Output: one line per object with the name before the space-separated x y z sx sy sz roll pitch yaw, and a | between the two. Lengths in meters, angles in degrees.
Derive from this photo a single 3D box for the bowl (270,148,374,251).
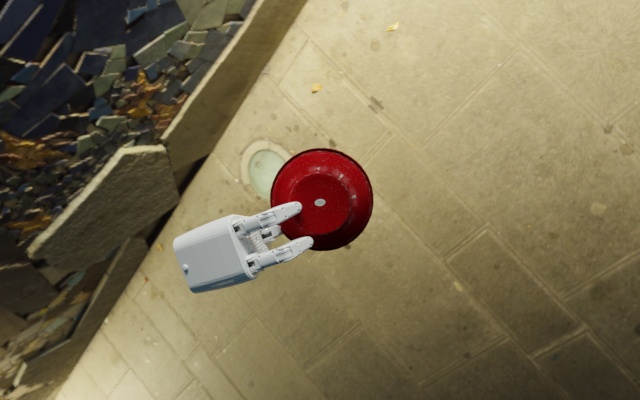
bowl | 0.001 0.002 0.714 0.162 0.162 0.055 0 7 3
